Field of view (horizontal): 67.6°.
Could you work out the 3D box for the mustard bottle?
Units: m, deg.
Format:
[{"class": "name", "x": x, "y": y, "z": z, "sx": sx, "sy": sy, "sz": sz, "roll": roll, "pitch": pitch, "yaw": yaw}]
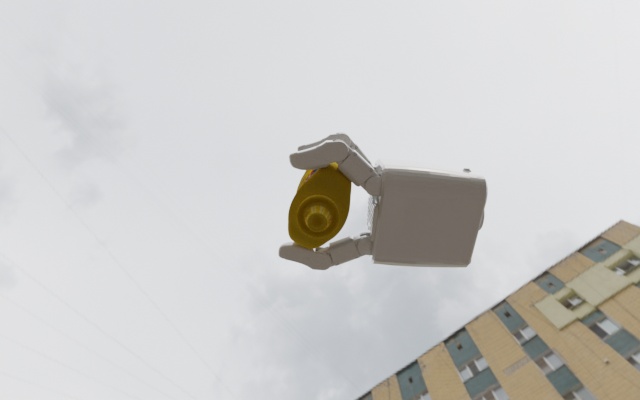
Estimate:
[{"class": "mustard bottle", "x": 0.000, "y": 0.002, "z": 0.524, "sx": 0.058, "sy": 0.096, "sz": 0.191, "roll": 28, "pitch": 11, "yaw": -4}]
